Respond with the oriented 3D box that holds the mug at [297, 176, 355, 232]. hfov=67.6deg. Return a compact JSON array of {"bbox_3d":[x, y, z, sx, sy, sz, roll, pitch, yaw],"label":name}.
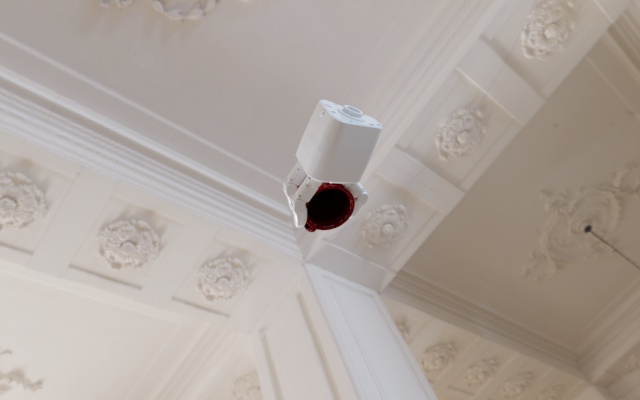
[{"bbox_3d":[0.000,0.004,0.861,0.093,0.117,0.081,13,27,-25],"label":"mug"}]
